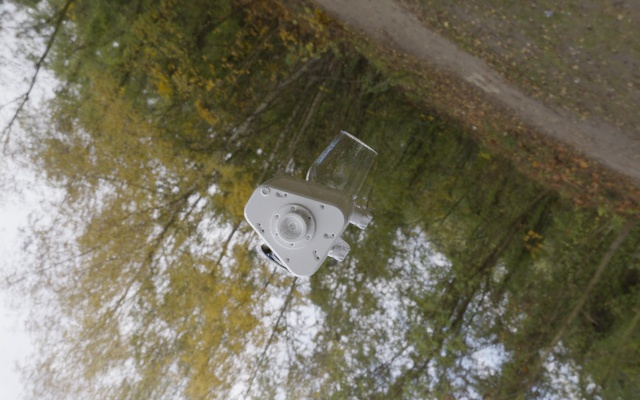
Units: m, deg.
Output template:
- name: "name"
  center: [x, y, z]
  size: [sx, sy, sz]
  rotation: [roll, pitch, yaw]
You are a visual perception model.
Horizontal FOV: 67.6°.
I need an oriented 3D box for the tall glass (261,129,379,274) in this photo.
- name: "tall glass"
  center: [0.000, 0.003, 0.662]
  size: [0.079, 0.201, 0.079]
  rotation: [32, 9, -6]
